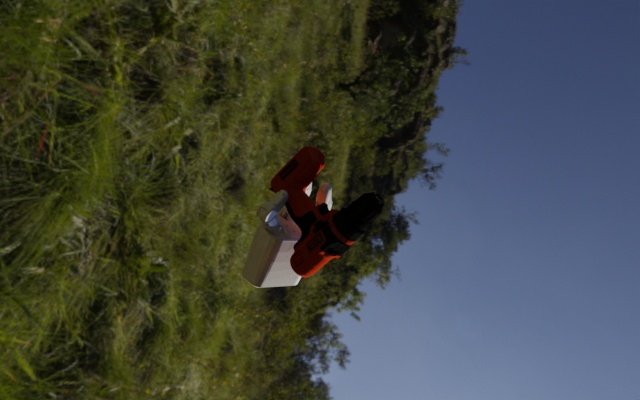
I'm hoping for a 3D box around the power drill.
[{"bbox_3d":[0.000,0.002,0.763,0.184,0.187,0.057,-42,-40,22],"label":"power drill"}]
